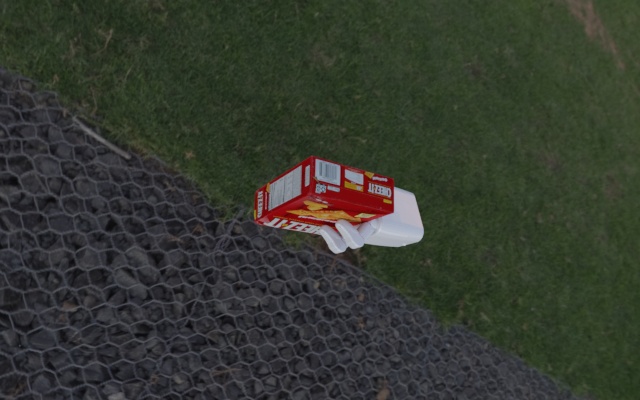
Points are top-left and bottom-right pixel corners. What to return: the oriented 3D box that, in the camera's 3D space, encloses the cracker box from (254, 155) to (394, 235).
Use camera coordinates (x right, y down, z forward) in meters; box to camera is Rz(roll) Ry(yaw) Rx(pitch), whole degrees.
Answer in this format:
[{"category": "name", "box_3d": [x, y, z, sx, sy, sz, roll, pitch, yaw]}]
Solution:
[{"category": "cracker box", "box_3d": [0.000, 0.003, 0.840, 0.164, 0.072, 0.214, 13, -21, -29]}]
